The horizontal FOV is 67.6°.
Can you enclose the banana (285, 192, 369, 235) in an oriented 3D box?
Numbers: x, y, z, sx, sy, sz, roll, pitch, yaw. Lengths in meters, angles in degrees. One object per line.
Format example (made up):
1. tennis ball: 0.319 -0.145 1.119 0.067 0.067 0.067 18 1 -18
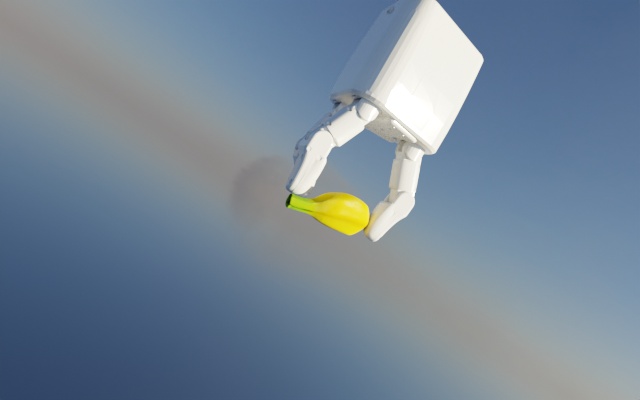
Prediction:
1. banana: 0.016 0.010 0.486 0.069 0.037 0.198 26 -1 7
